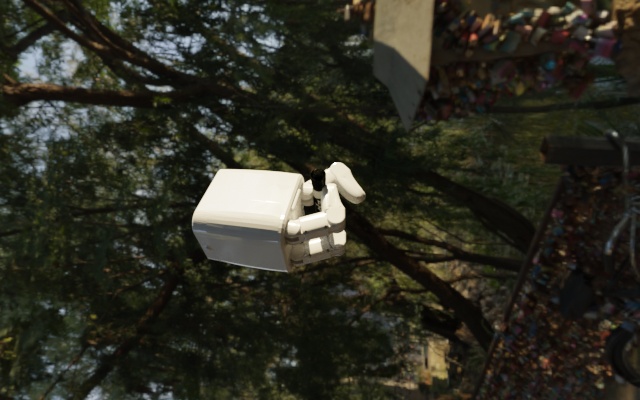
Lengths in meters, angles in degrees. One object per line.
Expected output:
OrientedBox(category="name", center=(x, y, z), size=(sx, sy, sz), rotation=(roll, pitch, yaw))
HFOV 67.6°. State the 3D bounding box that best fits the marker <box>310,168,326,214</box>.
OrientedBox(category="marker", center=(0.000, 0.002, 0.585), size=(0.020, 0.020, 0.121), rotation=(0, -35, 4))
